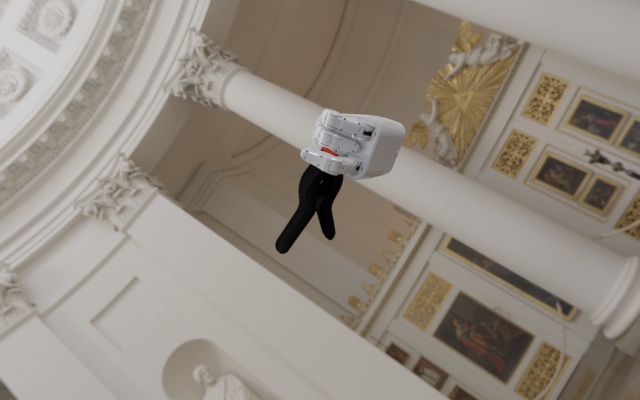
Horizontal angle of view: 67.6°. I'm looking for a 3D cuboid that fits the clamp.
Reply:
[{"bbox_3d":[0.000,0.002,0.733,0.039,0.171,0.120,34,22,29],"label":"clamp"}]
